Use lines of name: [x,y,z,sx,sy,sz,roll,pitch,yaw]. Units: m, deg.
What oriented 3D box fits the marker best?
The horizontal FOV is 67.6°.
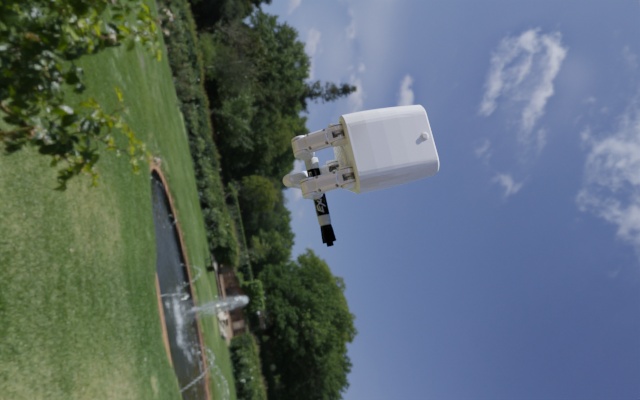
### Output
marker: [0.000,0.002,0.640,0.020,0.121,0.020,-13,-8,-2]
